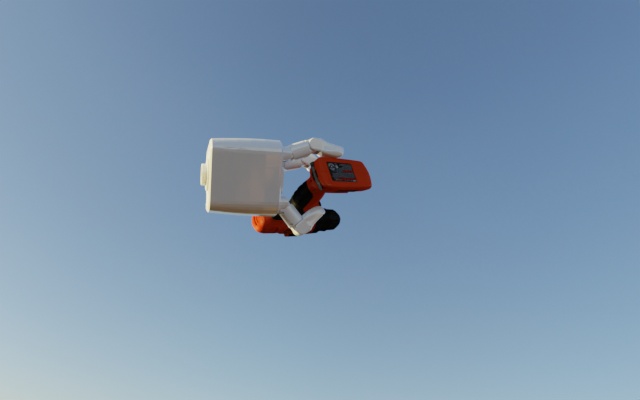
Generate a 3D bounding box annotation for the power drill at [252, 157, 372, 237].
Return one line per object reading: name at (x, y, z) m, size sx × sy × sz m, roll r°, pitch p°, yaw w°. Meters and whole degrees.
power drill at (0.000, 0.002, 0.811) m, size 0.184 × 0.057 × 0.188 m, roll 0°, pitch -30°, yaw -40°
